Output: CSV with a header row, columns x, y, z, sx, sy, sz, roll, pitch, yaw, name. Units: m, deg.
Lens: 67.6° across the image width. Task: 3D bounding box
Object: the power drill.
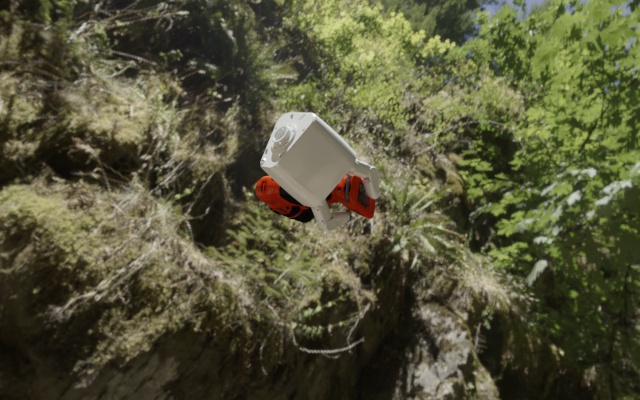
x,y,z,sx,sy,sz,roll,pitch,yaw,name
0.000,0.003,0.866,0.187,0.057,0.184,-3,-17,25,power drill
